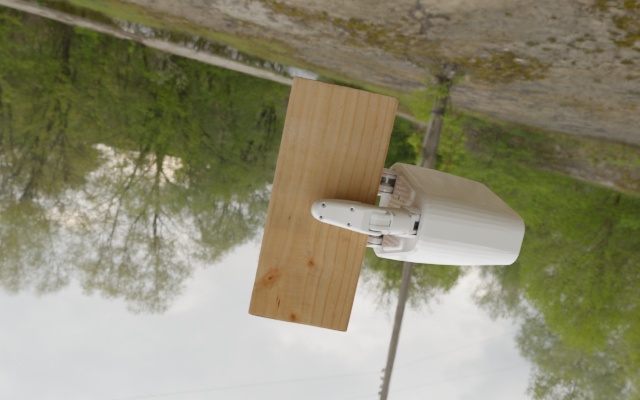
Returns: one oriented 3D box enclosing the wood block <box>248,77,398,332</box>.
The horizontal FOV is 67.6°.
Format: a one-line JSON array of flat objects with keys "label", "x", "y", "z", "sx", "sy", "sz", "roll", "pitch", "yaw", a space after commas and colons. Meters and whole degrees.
[{"label": "wood block", "x": 0.000, "y": 0.002, "z": 0.443, "sx": 0.090, "sy": 0.206, "sz": 0.091, "roll": 11, "pitch": 7, "yaw": -3}]
